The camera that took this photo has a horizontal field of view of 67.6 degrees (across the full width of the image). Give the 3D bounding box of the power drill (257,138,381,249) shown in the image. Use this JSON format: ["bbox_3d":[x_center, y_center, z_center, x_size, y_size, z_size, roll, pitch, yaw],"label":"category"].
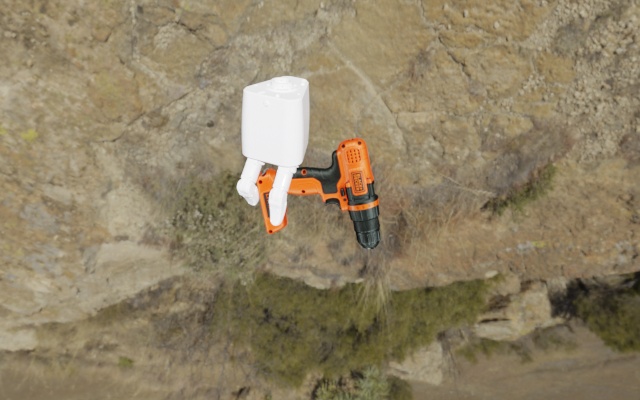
[{"bbox_3d":[0.000,0.002,0.781,0.187,0.184,0.057,-10,10,5],"label":"power drill"}]
